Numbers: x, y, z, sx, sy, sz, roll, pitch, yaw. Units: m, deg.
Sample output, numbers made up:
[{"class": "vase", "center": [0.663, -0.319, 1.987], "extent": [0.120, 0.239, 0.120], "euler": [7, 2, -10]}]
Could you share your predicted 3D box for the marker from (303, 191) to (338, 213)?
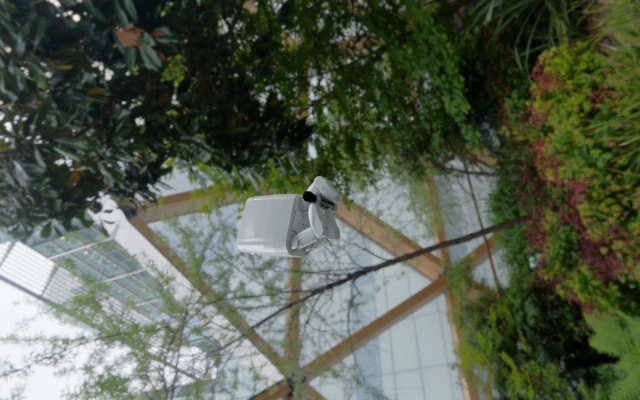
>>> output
[{"class": "marker", "center": [0.000, 0.003, 0.844], "extent": [0.020, 0.020, 0.121], "euler": [0, -10, 24]}]
